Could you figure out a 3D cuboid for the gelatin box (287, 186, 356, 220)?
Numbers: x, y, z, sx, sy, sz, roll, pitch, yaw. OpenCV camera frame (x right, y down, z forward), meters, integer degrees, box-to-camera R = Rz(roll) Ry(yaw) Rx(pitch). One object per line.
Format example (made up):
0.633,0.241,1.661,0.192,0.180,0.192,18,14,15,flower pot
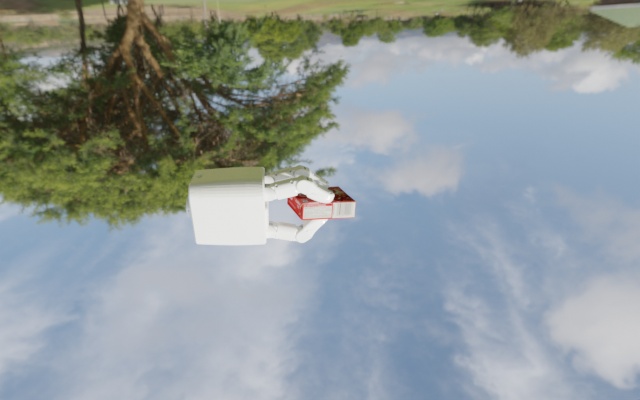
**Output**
0.000,0.003,0.736,0.089,0.030,0.073,-2,20,-20,gelatin box
